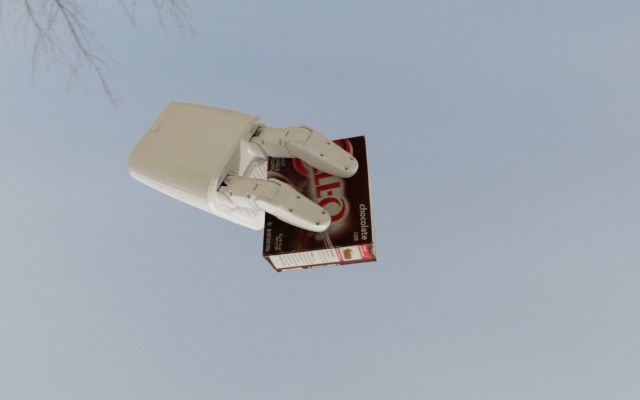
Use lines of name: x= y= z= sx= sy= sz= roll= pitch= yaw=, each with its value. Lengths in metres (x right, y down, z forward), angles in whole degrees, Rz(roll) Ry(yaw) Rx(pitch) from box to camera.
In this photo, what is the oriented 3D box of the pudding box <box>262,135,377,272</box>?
pudding box: x=0.000 y=0.001 z=0.413 sx=0.090 sy=0.113 sz=0.039 roll=-8 pitch=-32 yaw=11
